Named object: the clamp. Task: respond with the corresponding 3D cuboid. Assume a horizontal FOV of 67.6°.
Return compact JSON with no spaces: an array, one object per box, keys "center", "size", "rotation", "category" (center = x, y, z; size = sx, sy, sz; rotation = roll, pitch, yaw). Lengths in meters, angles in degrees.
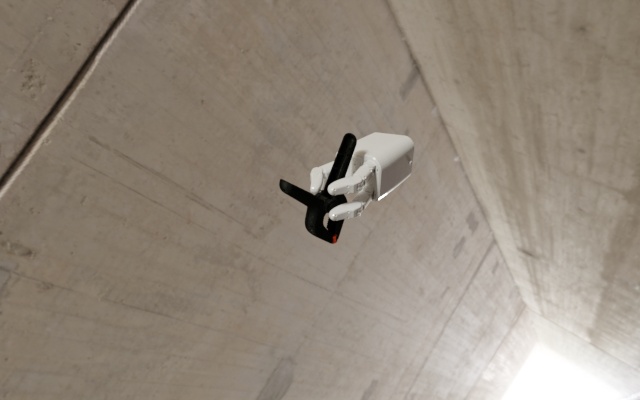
[{"center":[0.000,0.003,0.825],"size":[0.164,0.210,0.036],"rotation":[-31,47,-32],"category":"clamp"}]
